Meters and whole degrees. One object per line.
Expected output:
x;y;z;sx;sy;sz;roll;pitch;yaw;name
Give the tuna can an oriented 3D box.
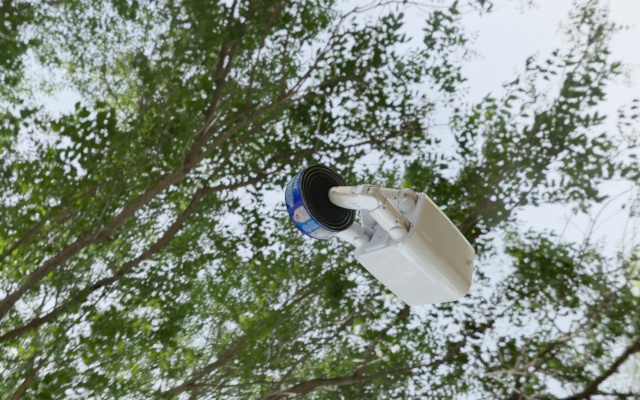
0.000;0.002;0.559;0.086;0.086;0.034;0;-23;-46;tuna can
